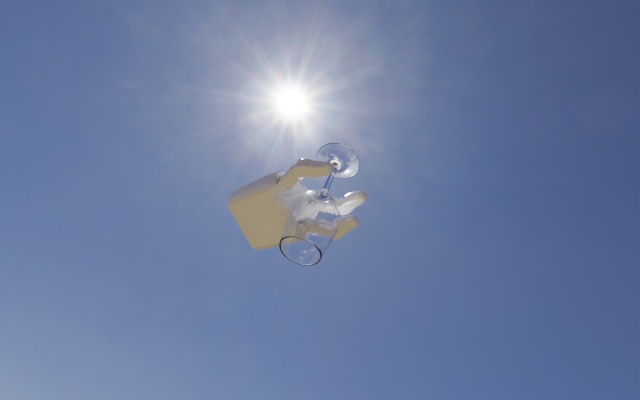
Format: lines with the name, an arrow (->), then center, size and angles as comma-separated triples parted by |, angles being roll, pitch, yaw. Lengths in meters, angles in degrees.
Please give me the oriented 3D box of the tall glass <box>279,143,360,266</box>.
tall glass -> 0.000, 0.002, 0.722 | 0.079, 0.079, 0.201 | 0, 43, 23
